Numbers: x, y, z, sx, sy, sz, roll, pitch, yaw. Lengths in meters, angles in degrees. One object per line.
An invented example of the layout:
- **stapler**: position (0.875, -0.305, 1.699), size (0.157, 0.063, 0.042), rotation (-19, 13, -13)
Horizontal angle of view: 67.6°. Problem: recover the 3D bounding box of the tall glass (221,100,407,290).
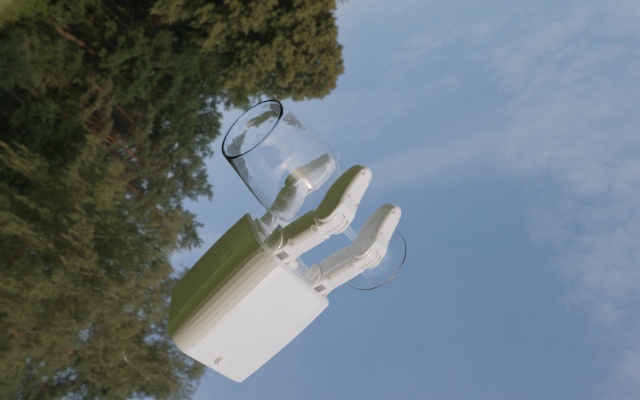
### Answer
- **tall glass**: position (0.001, 0.002, 0.434), size (0.079, 0.079, 0.201), rotation (0, -36, 43)
